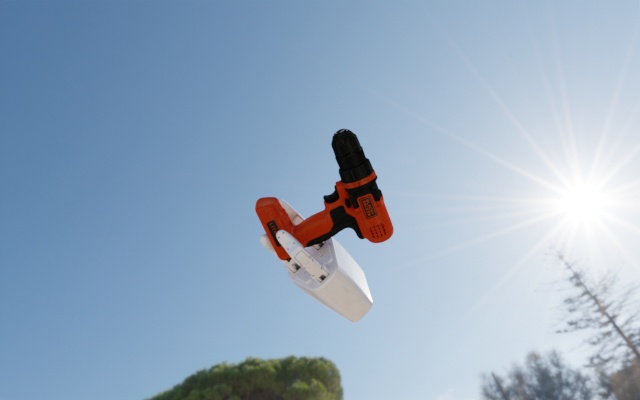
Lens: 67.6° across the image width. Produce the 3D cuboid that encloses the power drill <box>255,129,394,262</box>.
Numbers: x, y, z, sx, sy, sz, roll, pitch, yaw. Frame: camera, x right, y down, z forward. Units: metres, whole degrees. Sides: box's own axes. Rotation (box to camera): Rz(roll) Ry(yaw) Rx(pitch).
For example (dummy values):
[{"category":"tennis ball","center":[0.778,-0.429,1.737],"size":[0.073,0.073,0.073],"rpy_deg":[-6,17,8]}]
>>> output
[{"category":"power drill","center":[0.000,0.003,0.726],"size":[0.187,0.184,0.057],"rpy_deg":[-20,16,12]}]
